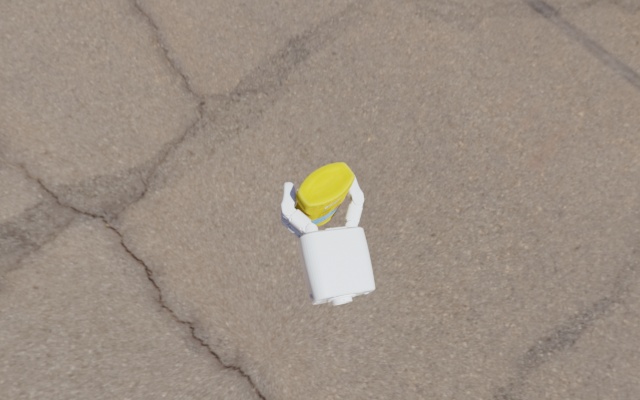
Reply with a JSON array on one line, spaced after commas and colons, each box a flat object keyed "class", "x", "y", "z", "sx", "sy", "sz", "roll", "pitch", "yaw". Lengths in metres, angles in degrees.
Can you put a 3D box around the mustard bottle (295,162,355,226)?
[{"class": "mustard bottle", "x": 0.000, "y": 0.002, "z": 0.827, "sx": 0.096, "sy": 0.058, "sz": 0.192, "roll": -35, "pitch": -11, "yaw": -15}]
